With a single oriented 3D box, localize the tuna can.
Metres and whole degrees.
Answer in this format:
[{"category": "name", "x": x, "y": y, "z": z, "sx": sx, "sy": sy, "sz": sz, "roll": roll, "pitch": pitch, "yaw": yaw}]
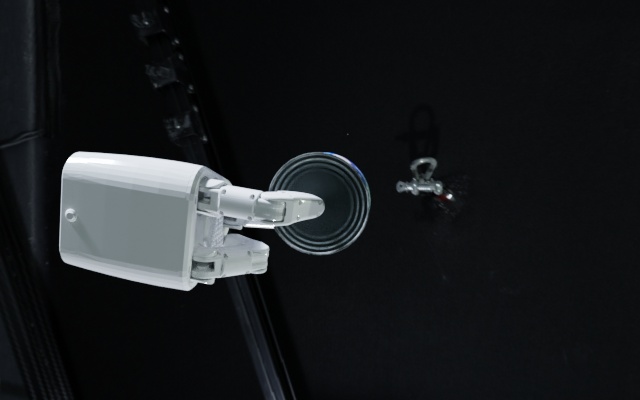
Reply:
[{"category": "tuna can", "x": 0.000, "y": 0.001, "z": 0.410, "sx": 0.086, "sy": 0.086, "sz": 0.033, "roll": 0, "pitch": 7, "yaw": 9}]
